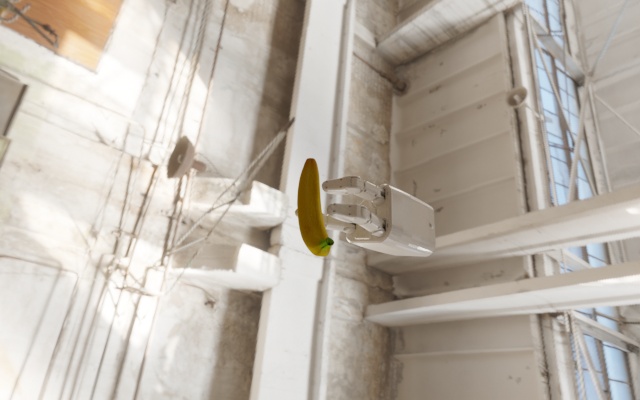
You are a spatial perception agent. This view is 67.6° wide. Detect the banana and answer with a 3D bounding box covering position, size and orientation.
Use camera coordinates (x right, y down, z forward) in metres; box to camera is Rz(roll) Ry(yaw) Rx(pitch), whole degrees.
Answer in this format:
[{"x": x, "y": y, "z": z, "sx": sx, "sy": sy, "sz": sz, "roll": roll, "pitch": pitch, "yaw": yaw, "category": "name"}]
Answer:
[{"x": -0.008, "y": 0.018, "z": 0.712, "sx": 0.037, "sy": 0.070, "sz": 0.197, "roll": 17, "pitch": 35, "yaw": -26, "category": "banana"}]
